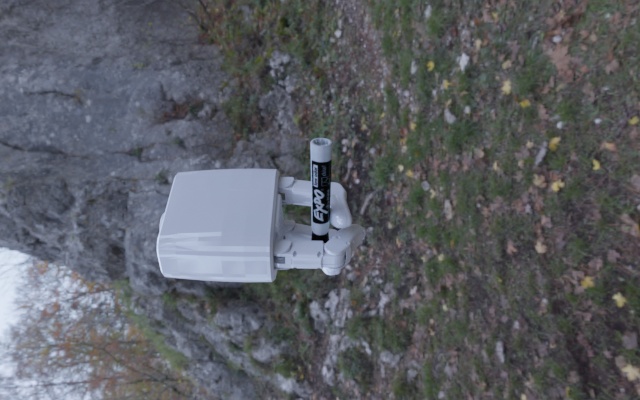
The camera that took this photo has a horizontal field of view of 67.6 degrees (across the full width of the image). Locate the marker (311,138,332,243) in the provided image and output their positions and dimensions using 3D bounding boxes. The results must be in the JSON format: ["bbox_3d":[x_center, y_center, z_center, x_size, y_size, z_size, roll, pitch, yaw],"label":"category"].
[{"bbox_3d":[0.000,0.001,0.439,0.020,0.121,0.020,1,32,0],"label":"marker"}]
